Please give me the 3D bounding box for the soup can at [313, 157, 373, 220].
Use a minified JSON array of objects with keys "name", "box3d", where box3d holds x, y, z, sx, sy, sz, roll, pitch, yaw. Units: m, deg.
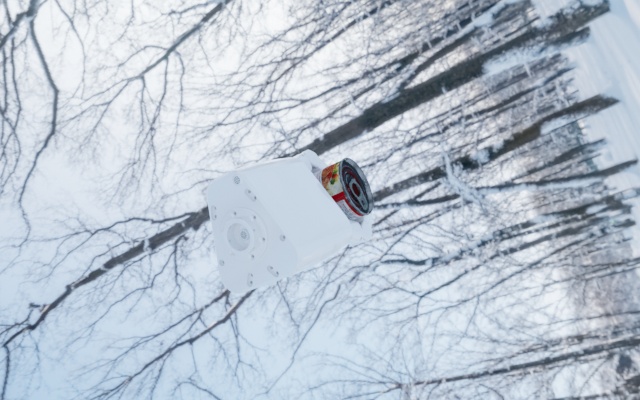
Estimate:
[{"name":"soup can","box3d":[0.000,0.002,0.550,0.102,0.068,0.068,-24,-11,27]}]
